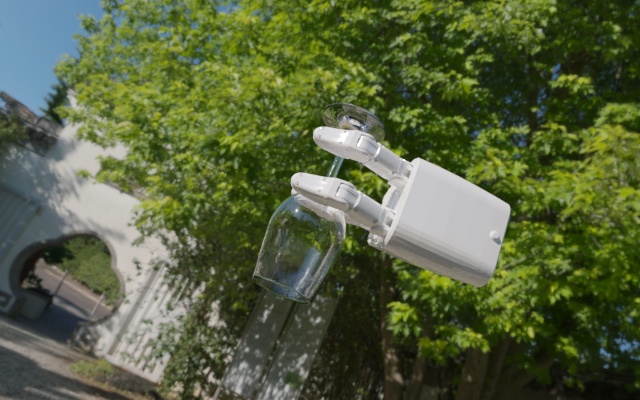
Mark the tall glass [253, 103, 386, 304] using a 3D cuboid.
[{"bbox_3d":[0.000,0.001,0.491,0.079,0.201,0.079,21,-21,8],"label":"tall glass"}]
